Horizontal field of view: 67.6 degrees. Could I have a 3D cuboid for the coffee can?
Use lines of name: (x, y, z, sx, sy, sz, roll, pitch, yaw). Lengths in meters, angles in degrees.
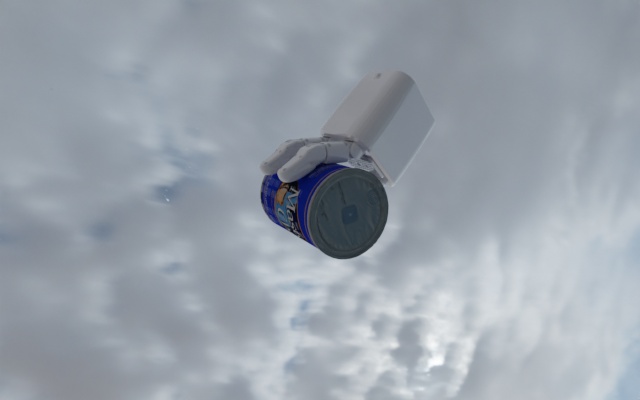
coffee can: (0.000, 0.002, 0.580, 0.103, 0.103, 0.140, 0, 12, -29)
